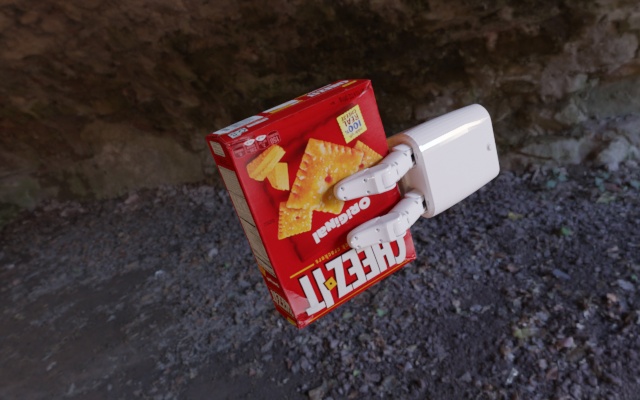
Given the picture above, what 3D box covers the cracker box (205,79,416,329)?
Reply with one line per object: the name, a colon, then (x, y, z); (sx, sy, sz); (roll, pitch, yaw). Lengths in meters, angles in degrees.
cracker box: (0.000, 0.001, 0.504); (0.164, 0.214, 0.072); (-27, 23, -20)
